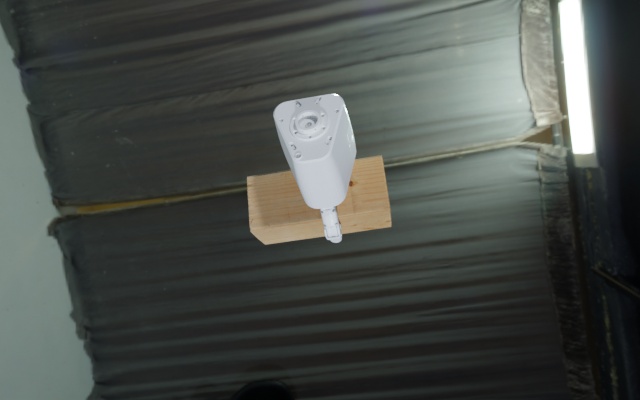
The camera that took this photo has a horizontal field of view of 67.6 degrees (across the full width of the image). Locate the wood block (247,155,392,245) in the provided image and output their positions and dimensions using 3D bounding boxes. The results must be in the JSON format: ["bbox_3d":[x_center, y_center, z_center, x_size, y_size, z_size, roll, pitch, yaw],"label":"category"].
[{"bbox_3d":[0.000,0.003,0.737,0.206,0.090,0.090,-8,-20,7],"label":"wood block"}]
